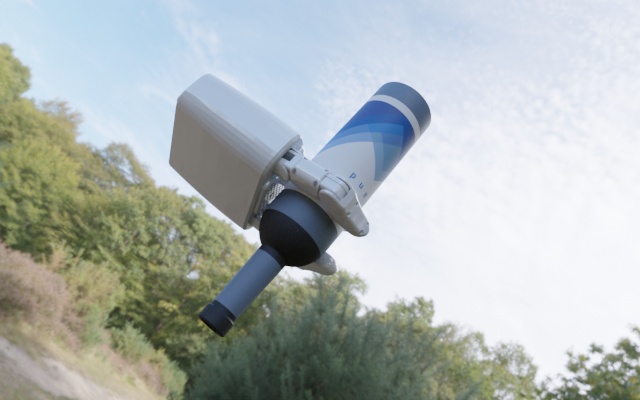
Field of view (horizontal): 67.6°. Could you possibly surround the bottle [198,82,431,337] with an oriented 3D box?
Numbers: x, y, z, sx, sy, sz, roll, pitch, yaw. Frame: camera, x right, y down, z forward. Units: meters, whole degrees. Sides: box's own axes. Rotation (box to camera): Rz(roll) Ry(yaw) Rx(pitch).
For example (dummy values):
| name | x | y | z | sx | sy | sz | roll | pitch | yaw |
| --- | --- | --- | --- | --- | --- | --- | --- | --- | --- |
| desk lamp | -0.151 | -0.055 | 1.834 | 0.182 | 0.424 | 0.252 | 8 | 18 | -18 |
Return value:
| name | x | y | z | sx | sy | sz | roll | pitch | yaw |
| --- | --- | --- | --- | --- | --- | --- | --- | --- | --- |
| bottle | 0.000 | 0.001 | 0.444 | 0.295 | 0.069 | 0.069 | -48 | 25 | -25 |
